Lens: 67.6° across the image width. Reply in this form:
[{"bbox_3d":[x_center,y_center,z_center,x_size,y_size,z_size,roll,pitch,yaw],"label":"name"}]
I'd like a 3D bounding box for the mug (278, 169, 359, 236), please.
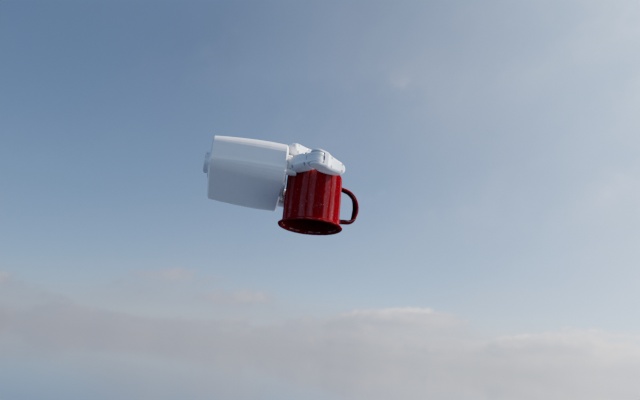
[{"bbox_3d":[0.002,0.002,0.697,0.117,0.081,0.093,9,-18,-11],"label":"mug"}]
